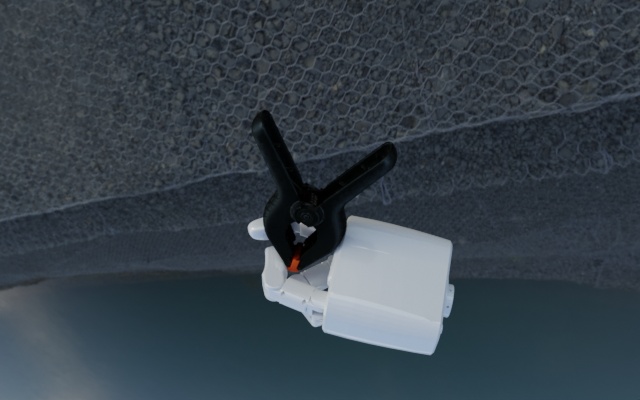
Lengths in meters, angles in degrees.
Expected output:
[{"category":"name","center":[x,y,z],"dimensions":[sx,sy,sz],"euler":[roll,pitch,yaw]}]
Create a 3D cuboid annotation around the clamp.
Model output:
[{"category":"clamp","center":[0.000,0.002,0.431],"dimensions":[0.120,0.172,0.039],"euler":[12,43,9]}]
